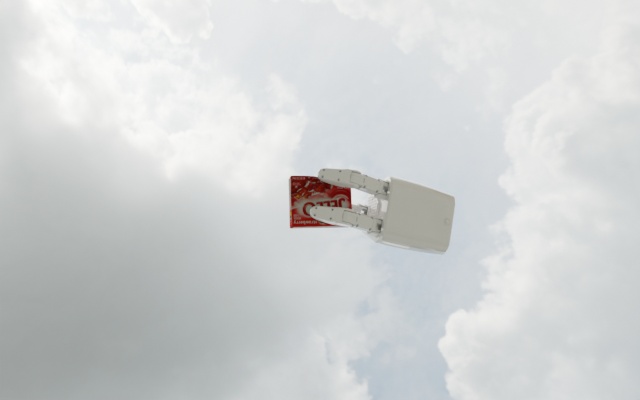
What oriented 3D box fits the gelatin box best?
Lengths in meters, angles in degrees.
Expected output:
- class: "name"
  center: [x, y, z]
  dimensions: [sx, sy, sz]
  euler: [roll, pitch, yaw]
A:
- class: "gelatin box"
  center: [0.000, 0.002, 0.680]
  dimensions: [0.089, 0.073, 0.030]
  euler: [0, -8, -10]
